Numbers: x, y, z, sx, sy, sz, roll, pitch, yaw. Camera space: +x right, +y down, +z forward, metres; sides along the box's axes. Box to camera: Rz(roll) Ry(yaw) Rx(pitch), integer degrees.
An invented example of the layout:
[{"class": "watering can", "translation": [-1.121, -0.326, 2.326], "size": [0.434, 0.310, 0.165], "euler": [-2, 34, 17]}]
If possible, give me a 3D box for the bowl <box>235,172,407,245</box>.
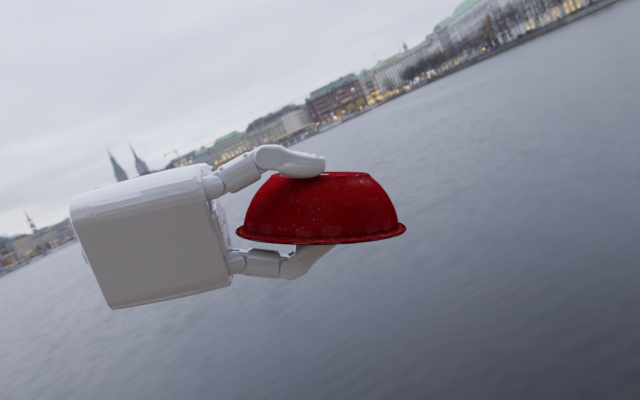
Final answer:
[{"class": "bowl", "translation": [0.001, 0.001, 0.453], "size": [0.162, 0.055, 0.162], "euler": [-1, 5, 0]}]
